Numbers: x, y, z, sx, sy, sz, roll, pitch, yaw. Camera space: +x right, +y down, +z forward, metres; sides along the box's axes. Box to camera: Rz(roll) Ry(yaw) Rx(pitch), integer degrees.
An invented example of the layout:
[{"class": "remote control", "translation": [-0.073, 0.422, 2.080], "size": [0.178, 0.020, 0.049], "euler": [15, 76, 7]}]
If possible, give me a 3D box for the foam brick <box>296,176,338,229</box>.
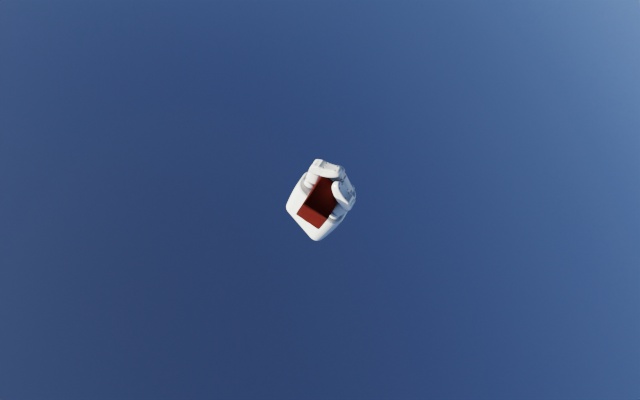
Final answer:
[{"class": "foam brick", "translation": [0.000, 0.003, 0.872], "size": [0.053, 0.078, 0.051], "euler": [34, -32, -2]}]
